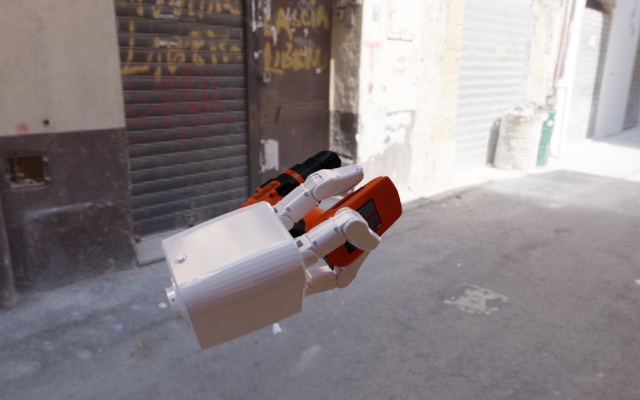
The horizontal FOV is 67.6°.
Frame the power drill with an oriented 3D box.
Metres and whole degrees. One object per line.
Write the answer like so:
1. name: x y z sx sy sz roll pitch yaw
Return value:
1. power drill: 0.000 0.002 0.548 0.184 0.057 0.187 -40 28 -26
